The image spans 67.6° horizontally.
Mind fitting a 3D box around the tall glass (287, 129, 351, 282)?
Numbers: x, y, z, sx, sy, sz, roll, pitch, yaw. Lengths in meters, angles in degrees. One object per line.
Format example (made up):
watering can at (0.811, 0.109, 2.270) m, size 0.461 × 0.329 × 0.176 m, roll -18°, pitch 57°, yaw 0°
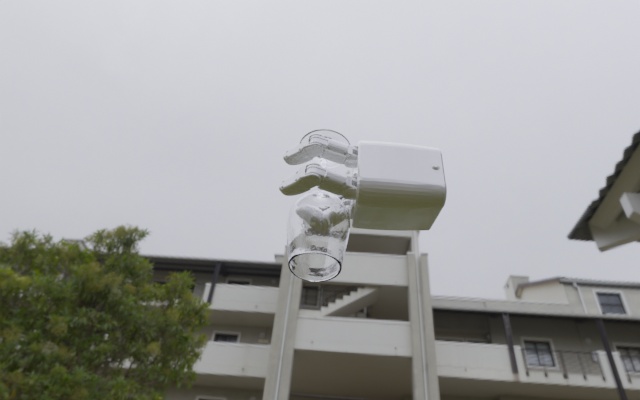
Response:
tall glass at (0.000, 0.002, 0.610) m, size 0.079 × 0.200 × 0.079 m, roll 3°, pitch -41°, yaw 3°
